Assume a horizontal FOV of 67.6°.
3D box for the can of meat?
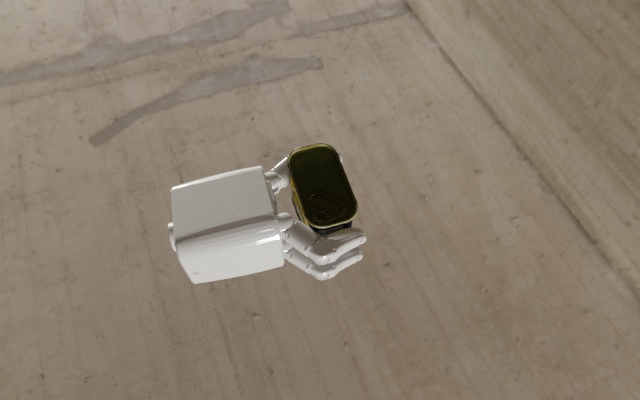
[{"bbox_3d":[0.000,0.002,0.542,0.057,0.102,0.084,-15,-28,-10],"label":"can of meat"}]
